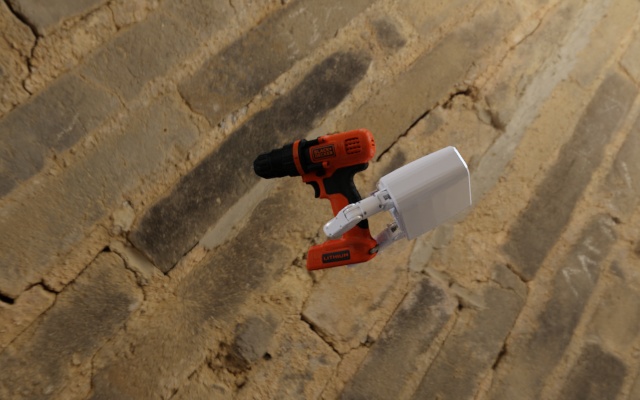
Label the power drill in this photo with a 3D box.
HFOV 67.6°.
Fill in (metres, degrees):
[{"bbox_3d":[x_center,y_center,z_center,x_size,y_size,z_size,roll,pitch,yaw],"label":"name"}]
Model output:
[{"bbox_3d":[0.000,0.003,0.686,0.184,0.187,0.057,-11,3,21],"label":"power drill"}]
